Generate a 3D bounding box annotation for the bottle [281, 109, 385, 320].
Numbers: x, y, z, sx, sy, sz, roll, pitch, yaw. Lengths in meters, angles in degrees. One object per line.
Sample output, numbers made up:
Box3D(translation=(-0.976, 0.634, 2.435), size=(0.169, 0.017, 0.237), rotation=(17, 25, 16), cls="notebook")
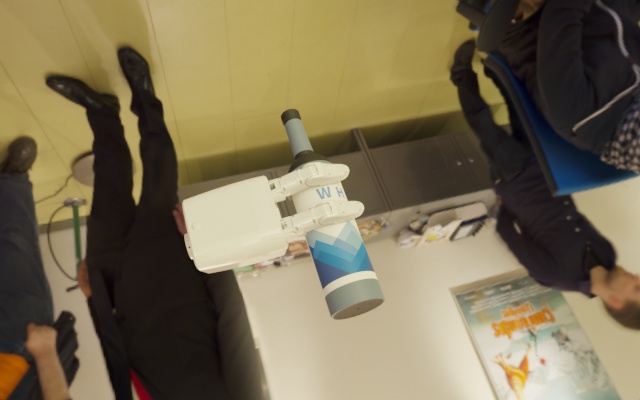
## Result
Box3D(translation=(0.000, 0.002, 0.619), size=(0.069, 0.295, 0.069), rotation=(-16, -26, -8), cls="bottle")
